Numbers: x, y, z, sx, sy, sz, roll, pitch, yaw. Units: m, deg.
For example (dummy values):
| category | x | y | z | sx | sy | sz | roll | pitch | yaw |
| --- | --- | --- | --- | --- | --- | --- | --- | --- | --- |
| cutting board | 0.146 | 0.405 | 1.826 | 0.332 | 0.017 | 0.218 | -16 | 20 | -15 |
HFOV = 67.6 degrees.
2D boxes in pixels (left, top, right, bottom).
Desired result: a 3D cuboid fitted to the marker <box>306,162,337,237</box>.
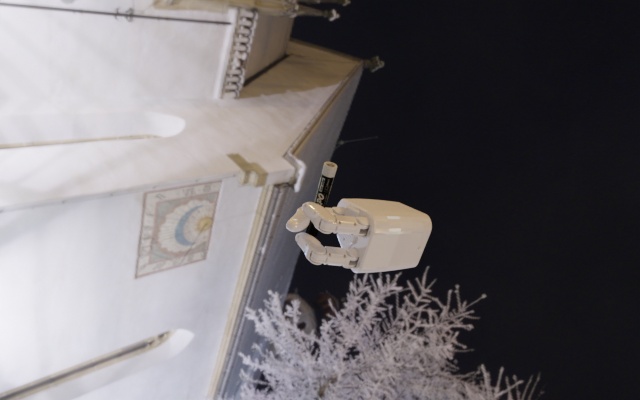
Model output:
| category | x | y | z | sx | sy | sz | roll | pitch | yaw |
| --- | --- | --- | --- | --- | --- | --- | --- | --- | --- |
| marker | 0.000 | 0.002 | 0.683 | 0.020 | 0.121 | 0.020 | 12 | 28 | -6 |
